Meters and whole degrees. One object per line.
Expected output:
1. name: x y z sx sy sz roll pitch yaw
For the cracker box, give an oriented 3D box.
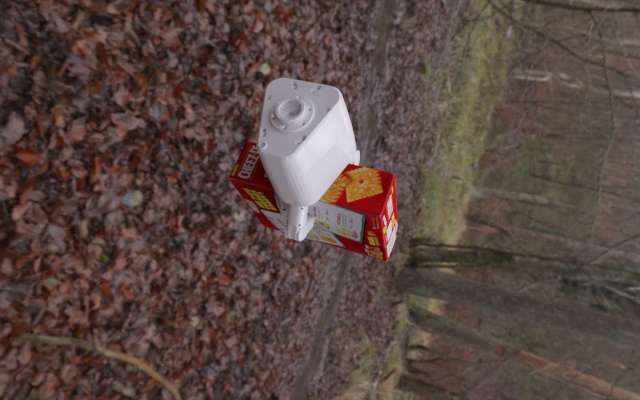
1. cracker box: 0.000 0.002 0.682 0.213 0.072 0.164 15 -23 18
